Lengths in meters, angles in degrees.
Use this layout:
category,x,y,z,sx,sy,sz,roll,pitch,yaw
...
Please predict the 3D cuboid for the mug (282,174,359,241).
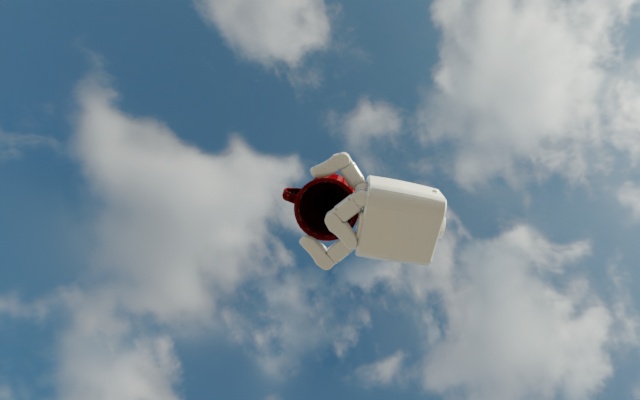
category,x,y,z,sx,sy,sz,roll,pitch,yaw
mug,-0.001,0.002,0.720,0.117,0.093,0.081,12,14,3
